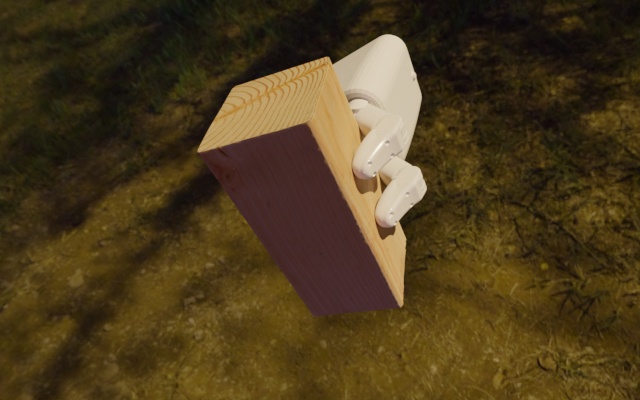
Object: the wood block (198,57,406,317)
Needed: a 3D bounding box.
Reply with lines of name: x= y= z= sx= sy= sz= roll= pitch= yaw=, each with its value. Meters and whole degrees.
wood block: x=0.000 y=0.001 z=0.407 sx=0.091 sy=0.206 sz=0.090 roll=-11 pitch=40 yaw=22
